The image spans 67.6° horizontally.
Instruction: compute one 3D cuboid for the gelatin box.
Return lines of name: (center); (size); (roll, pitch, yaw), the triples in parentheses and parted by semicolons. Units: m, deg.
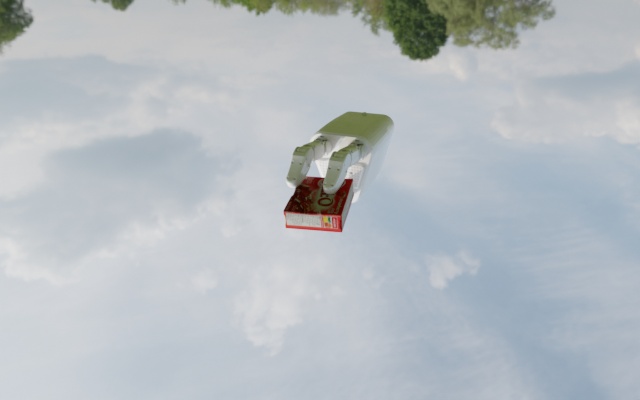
gelatin box: (0.000, 0.003, 0.613); (0.073, 0.030, 0.089); (4, 34, 13)
